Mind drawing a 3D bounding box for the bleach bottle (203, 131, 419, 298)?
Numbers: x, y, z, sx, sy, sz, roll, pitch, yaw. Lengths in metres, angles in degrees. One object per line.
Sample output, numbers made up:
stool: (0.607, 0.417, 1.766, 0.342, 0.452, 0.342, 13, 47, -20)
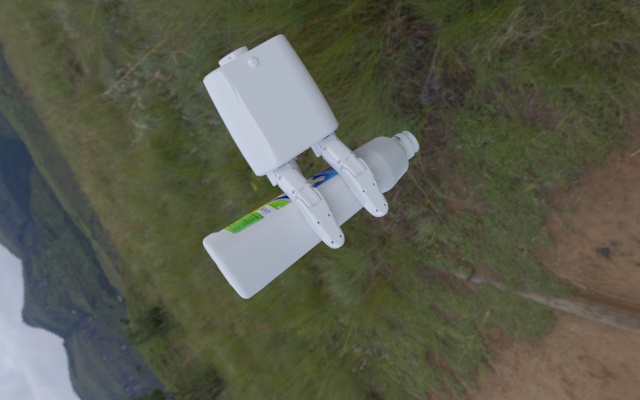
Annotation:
bleach bottle: (0.000, 0.002, 0.515, 0.251, 0.068, 0.102, -35, 13, -16)
